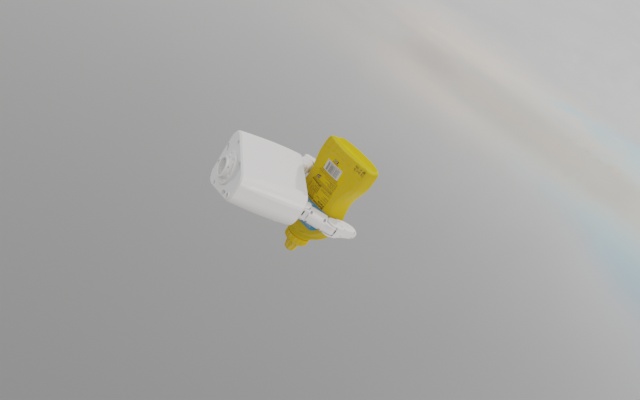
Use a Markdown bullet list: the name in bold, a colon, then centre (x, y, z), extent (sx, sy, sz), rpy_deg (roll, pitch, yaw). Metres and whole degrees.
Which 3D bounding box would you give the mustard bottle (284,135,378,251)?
- **mustard bottle**: centre (0.000, 0.002, 0.734), extent (0.096, 0.192, 0.058), rpy_deg (47, 24, 28)
